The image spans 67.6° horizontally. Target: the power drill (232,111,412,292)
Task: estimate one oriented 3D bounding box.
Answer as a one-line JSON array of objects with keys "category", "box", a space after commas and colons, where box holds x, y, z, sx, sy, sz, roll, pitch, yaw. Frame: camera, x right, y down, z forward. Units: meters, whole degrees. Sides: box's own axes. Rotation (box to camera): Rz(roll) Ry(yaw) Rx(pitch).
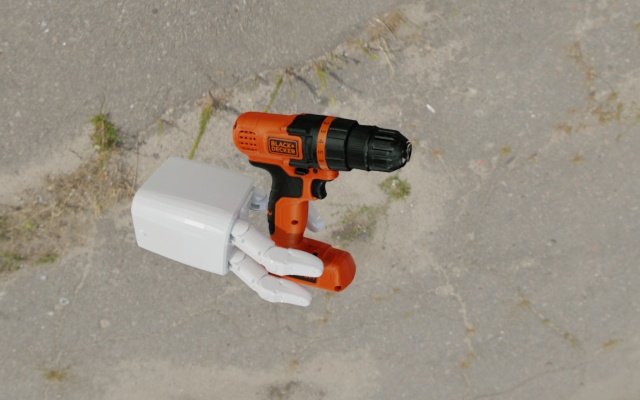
[{"category": "power drill", "box": [0.000, 0.002, 0.500, 0.184, 0.188, 0.057, 11, 29, 23]}]
